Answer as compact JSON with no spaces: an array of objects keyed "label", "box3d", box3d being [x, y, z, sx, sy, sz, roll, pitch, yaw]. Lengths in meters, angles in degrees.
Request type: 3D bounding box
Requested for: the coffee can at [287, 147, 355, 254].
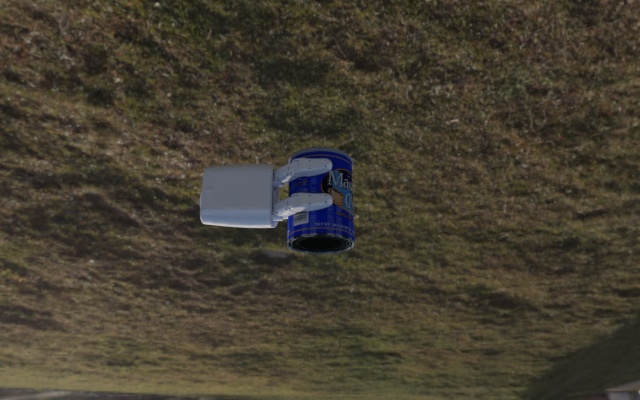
[{"label":"coffee can","box3d":[0.000,0.002,0.740,0.103,0.140,0.103,0,-21,0]}]
